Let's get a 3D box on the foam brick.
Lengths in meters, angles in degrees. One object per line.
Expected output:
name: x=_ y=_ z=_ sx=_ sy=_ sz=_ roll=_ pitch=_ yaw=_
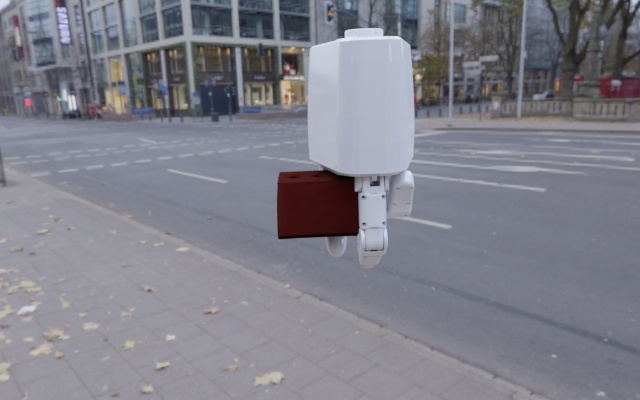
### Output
foam brick: x=0.000 y=0.002 z=0.432 sx=0.078 sy=0.051 sz=0.053 roll=-3 pitch=15 yaw=-2
